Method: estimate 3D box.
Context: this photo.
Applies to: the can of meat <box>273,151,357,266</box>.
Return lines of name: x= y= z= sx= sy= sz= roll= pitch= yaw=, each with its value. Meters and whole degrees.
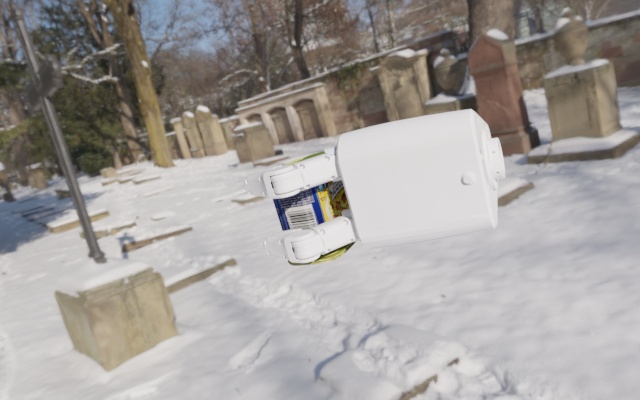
can of meat: x=0.000 y=0.001 z=0.447 sx=0.057 sy=0.084 sz=0.102 roll=-9 pitch=14 yaw=29
